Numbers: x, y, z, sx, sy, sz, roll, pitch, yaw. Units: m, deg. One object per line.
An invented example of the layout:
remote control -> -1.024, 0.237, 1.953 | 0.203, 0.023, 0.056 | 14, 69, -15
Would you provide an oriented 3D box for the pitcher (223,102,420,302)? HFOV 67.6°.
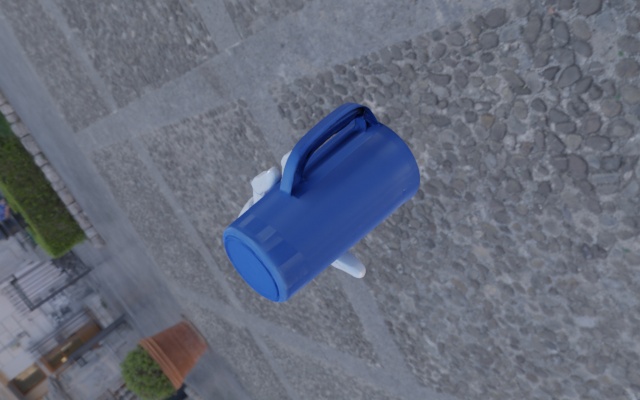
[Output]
pitcher -> 0.000, 0.002, 0.589 | 0.242, 0.149, 0.145 | -40, 1, -29
